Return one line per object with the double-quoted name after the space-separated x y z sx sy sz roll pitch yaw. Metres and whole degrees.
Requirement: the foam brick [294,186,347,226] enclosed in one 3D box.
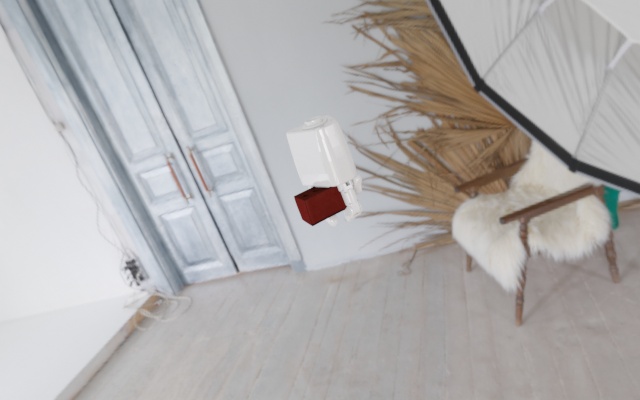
0.000 0.003 0.870 0.078 0.051 0.053 -27 21 -19 "foam brick"
